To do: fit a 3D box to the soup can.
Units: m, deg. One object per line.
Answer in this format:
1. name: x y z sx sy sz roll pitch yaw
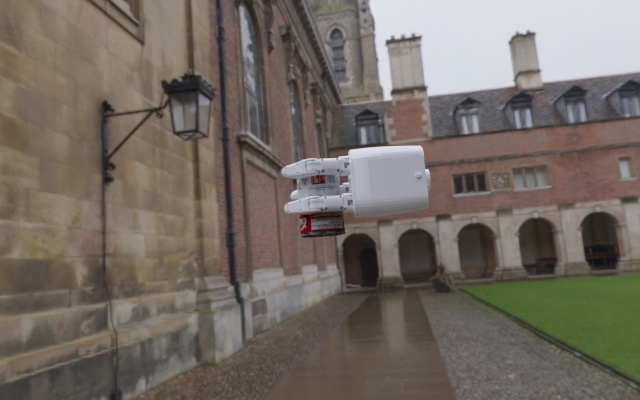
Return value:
1. soup can: 0.000 0.002 0.724 0.068 0.102 0.068 -4 -8 -1
